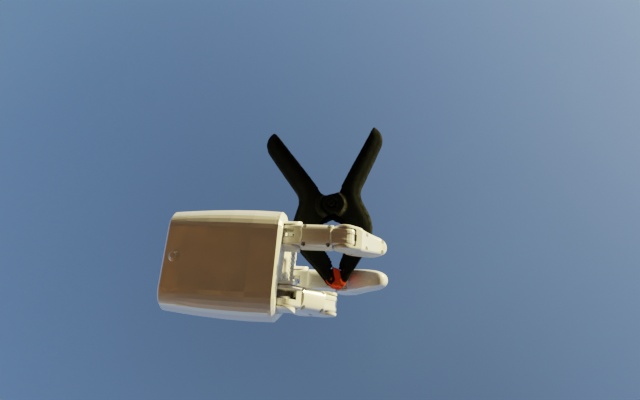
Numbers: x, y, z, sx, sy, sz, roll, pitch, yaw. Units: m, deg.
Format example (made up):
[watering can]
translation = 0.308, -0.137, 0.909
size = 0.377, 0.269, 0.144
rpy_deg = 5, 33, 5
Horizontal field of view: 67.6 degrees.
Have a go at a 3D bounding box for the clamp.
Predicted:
[clamp]
translation = 0.000, 0.002, 0.484
size = 0.120, 0.171, 0.039
rpy_deg = 2, -19, 6
